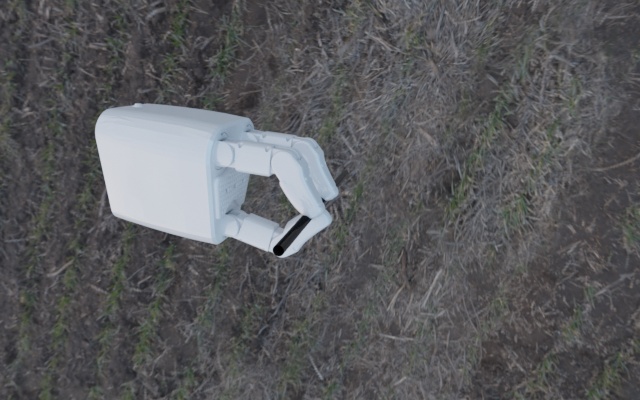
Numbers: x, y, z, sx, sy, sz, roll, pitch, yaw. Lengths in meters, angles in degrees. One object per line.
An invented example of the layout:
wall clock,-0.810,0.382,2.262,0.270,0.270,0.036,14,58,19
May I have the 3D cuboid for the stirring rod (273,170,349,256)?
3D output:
stirring rod,0.000,0.001,0.427,0.011,0.011,0.239,0,15,14
